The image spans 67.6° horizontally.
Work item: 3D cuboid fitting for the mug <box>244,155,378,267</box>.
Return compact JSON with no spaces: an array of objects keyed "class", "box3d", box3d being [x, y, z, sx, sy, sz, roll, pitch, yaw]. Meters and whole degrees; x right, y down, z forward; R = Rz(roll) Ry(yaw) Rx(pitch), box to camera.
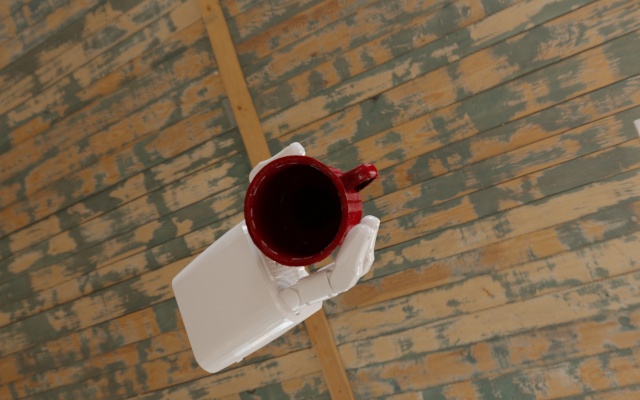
[{"class":"mug","box3d":[0.001,0.001,0.428,0.117,0.093,0.081,-34,-9,16]}]
